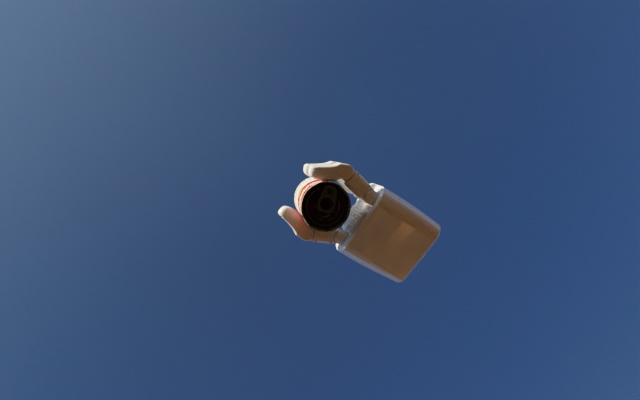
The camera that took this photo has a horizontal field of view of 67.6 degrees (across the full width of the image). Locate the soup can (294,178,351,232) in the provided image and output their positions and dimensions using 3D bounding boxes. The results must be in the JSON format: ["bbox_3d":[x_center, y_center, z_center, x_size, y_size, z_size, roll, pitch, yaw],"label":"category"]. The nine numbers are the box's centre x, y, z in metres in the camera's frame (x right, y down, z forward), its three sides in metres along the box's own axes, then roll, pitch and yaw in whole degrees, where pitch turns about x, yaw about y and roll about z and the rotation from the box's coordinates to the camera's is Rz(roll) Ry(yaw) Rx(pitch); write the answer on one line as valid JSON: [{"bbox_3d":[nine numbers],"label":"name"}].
[{"bbox_3d":[0.000,0.002,0.686,0.068,0.068,0.102,0,7,-9],"label":"soup can"}]
